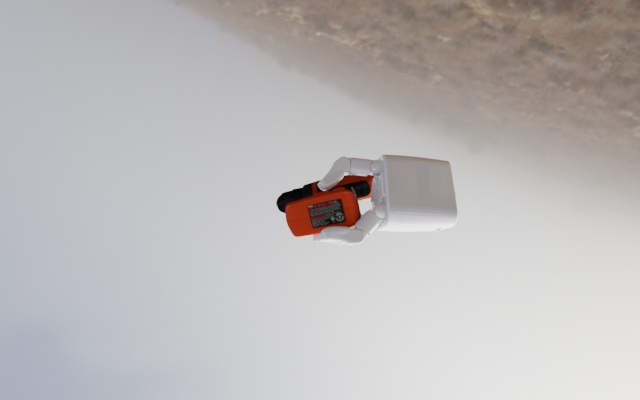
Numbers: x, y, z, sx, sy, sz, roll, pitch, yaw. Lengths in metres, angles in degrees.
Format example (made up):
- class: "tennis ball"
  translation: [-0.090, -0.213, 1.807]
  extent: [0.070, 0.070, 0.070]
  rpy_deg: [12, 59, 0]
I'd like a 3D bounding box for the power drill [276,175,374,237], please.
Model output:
- class: "power drill"
  translation: [0.000, 0.003, 0.766]
  extent: [0.184, 0.057, 0.187]
  rpy_deg: [-14, 11, 12]
